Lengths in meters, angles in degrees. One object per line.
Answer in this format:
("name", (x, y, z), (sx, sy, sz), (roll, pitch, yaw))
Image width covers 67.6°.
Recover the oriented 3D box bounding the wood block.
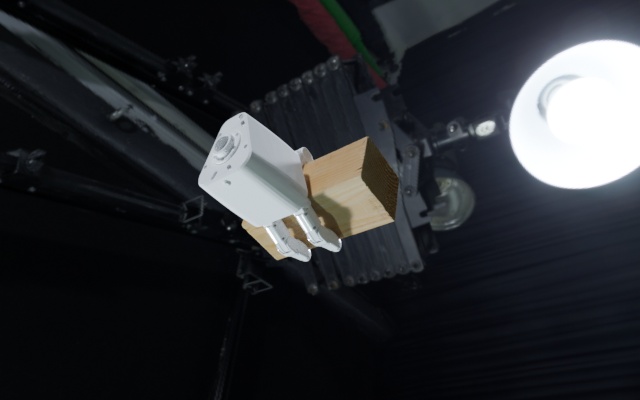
("wood block", (0.000, 0.002, 0.691), (0.206, 0.090, 0.090), (-21, -55, 31))
